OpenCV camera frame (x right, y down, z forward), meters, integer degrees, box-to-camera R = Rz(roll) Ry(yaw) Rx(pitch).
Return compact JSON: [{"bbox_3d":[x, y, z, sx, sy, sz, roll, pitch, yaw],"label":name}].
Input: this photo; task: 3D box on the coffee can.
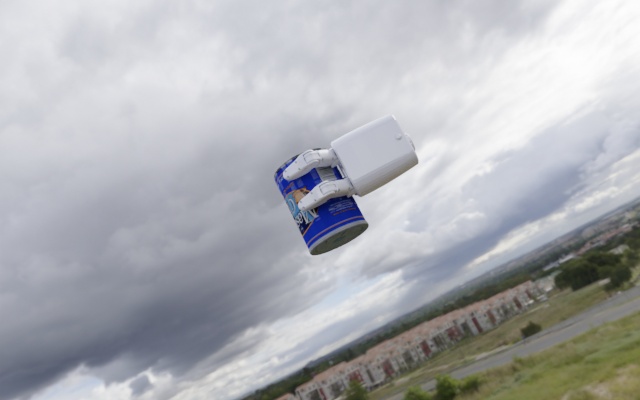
[{"bbox_3d":[0.000,0.003,0.764,0.103,0.140,0.103,-25,-17,-8],"label":"coffee can"}]
